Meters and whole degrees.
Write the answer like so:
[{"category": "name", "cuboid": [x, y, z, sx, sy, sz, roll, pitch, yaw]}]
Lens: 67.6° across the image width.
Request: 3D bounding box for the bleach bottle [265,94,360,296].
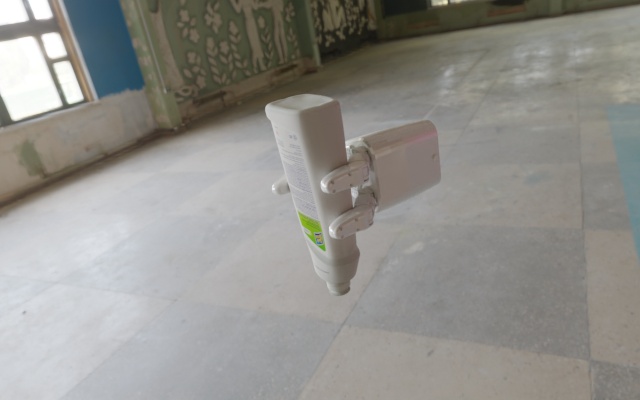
[{"category": "bleach bottle", "cuboid": [0.000, 0.002, 0.589, 0.068, 0.251, 0.102, -20, 25, -22]}]
